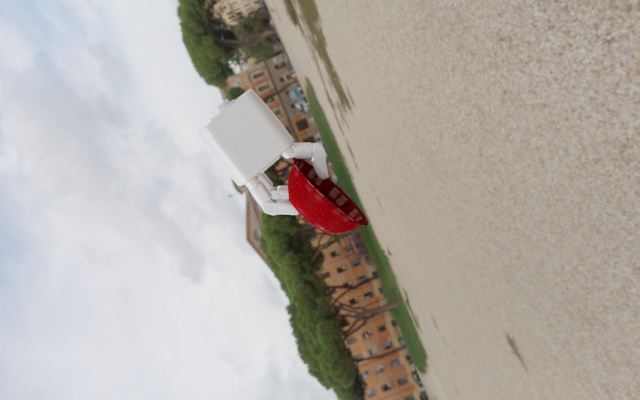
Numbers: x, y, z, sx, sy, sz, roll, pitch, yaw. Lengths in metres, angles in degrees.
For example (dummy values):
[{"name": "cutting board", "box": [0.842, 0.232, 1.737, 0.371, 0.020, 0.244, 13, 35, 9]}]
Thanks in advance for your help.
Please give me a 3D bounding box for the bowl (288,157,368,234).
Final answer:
[{"name": "bowl", "box": [0.001, 0.004, 0.774, 0.162, 0.055, 0.162, 40, 11, -10]}]
